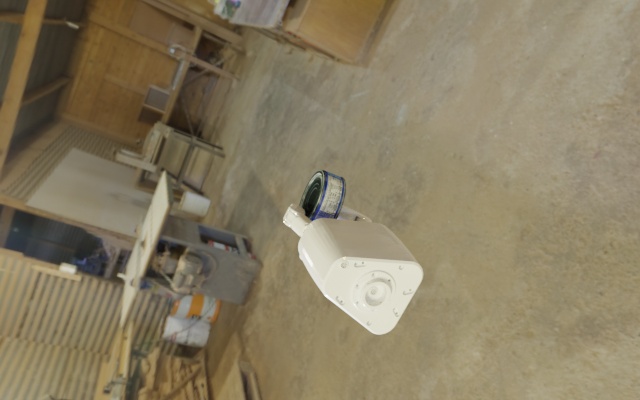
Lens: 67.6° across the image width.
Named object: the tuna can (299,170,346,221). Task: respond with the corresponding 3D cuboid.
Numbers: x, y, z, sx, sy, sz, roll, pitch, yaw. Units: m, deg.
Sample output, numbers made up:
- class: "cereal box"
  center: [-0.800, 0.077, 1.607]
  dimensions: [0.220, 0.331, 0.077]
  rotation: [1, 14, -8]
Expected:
- class: "tuna can"
  center: [0.000, 0.002, 0.655]
  dimensions: [0.034, 0.086, 0.086]
  rotation: [21, -7, -18]
